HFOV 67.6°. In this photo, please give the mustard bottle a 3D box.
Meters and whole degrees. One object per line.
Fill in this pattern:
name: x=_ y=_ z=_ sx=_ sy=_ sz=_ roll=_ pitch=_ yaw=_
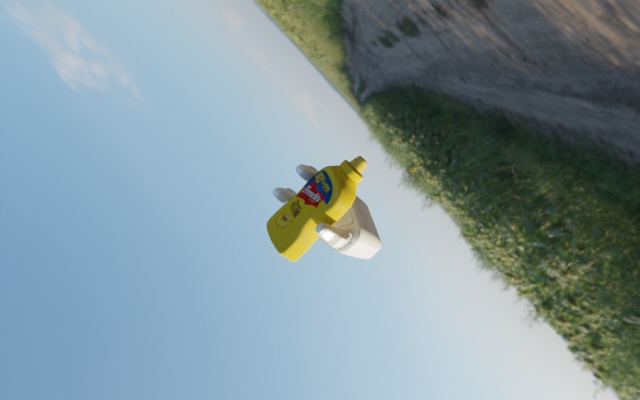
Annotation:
mustard bottle: x=0.000 y=0.003 z=0.754 sx=0.058 sy=0.191 sz=0.096 roll=38 pitch=14 yaw=-34
